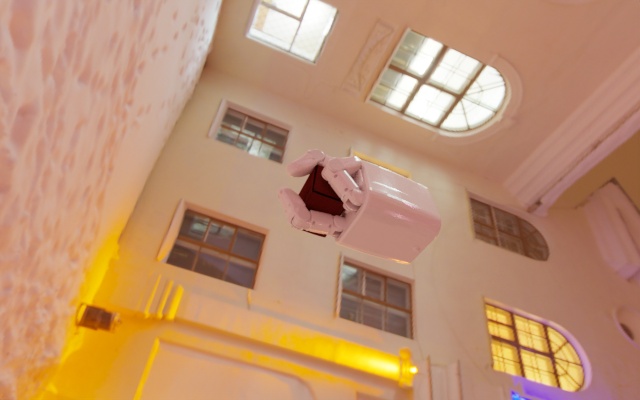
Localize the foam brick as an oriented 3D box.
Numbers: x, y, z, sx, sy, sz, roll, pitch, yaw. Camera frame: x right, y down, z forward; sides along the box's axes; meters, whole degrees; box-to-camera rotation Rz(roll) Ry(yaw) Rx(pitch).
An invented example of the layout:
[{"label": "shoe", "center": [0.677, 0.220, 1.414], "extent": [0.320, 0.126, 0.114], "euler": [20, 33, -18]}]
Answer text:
[{"label": "foam brick", "center": [0.000, 0.002, 0.632], "extent": [0.051, 0.053, 0.078], "euler": [19, -45, -13]}]
